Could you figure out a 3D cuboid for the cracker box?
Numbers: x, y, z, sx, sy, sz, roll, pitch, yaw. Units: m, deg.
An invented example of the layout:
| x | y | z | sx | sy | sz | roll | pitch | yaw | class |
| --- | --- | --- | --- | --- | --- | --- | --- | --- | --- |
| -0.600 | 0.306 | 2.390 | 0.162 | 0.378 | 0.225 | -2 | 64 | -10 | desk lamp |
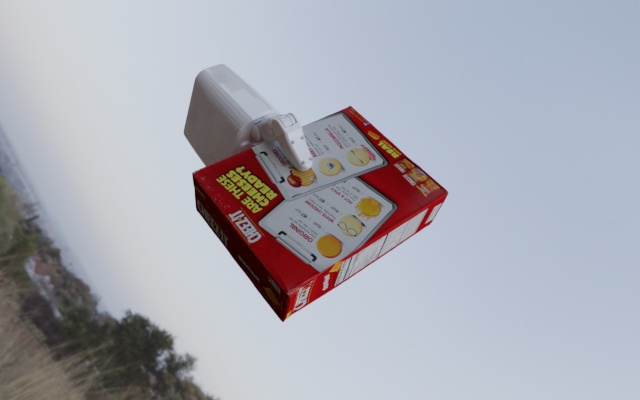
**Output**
| x | y | z | sx | sy | sz | roll | pitch | yaw | class |
| --- | --- | --- | --- | --- | --- | --- | --- | --- | --- |
| 0.000 | 0.001 | 0.510 | 0.213 | 0.164 | 0.072 | -29 | -29 | -28 | cracker box |
